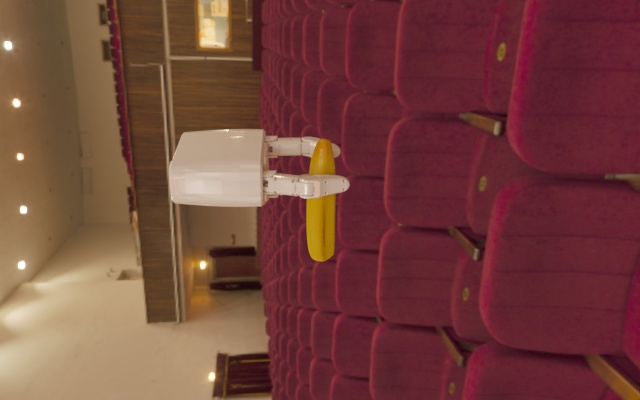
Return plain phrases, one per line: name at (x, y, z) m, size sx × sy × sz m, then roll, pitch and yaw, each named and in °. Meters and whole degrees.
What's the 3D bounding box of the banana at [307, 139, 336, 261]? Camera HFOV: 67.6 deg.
banana at (0.000, 0.017, 0.613) m, size 0.037 × 0.198 × 0.069 m, roll -1°, pitch 43°, yaw 0°
